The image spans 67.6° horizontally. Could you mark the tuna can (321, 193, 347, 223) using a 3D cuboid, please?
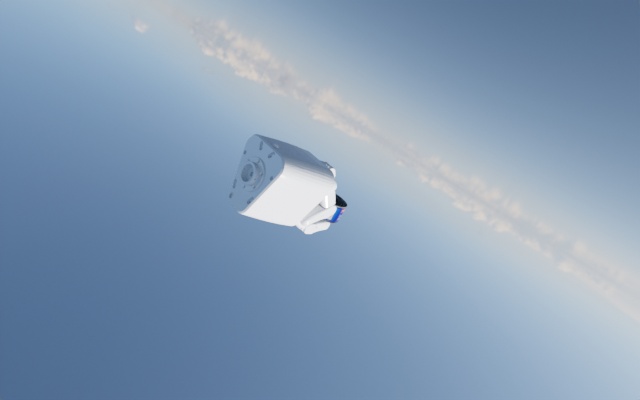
[{"bbox_3d":[0.000,0.003,0.808,0.086,0.034,0.086,26,14,-7],"label":"tuna can"}]
